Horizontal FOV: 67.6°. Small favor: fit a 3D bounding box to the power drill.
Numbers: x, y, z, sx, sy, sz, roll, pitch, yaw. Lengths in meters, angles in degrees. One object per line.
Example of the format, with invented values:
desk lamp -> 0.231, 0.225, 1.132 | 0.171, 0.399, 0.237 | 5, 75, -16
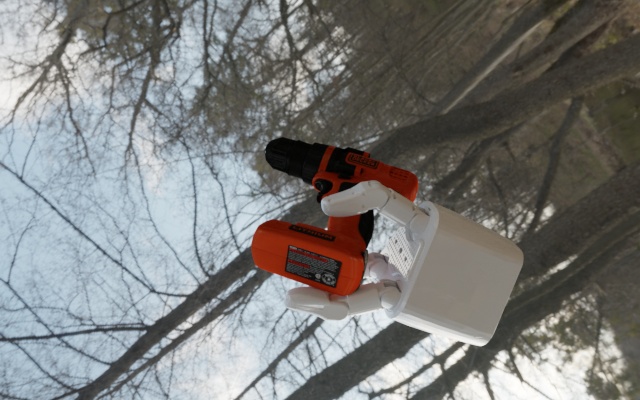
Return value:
power drill -> 0.000, 0.002, 0.500 | 0.184, 0.057, 0.187 | 16, 39, 11
